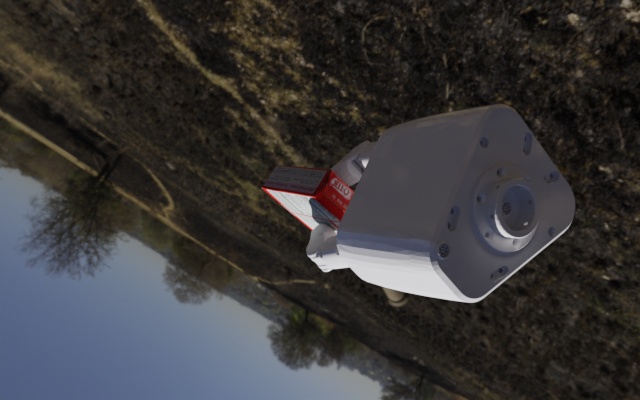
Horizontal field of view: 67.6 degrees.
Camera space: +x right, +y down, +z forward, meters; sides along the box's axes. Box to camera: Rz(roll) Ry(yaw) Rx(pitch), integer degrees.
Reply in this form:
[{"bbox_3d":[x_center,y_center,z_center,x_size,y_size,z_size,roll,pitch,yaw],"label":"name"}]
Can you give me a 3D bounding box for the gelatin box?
[{"bbox_3d":[0.000,0.002,0.427,0.073,0.030,0.089,42,-19,-32],"label":"gelatin box"}]
